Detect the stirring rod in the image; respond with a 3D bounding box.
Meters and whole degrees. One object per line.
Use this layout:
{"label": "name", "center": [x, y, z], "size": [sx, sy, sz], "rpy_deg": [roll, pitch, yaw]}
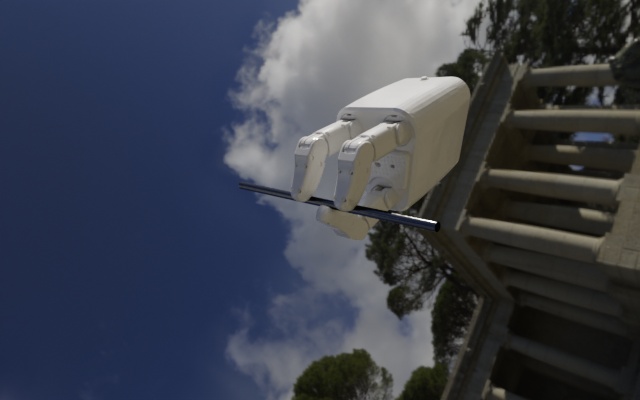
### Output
{"label": "stirring rod", "center": [0.000, 0.001, 0.429], "size": [0.239, 0.011, 0.011], "rpy_deg": [12, 8, 44]}
